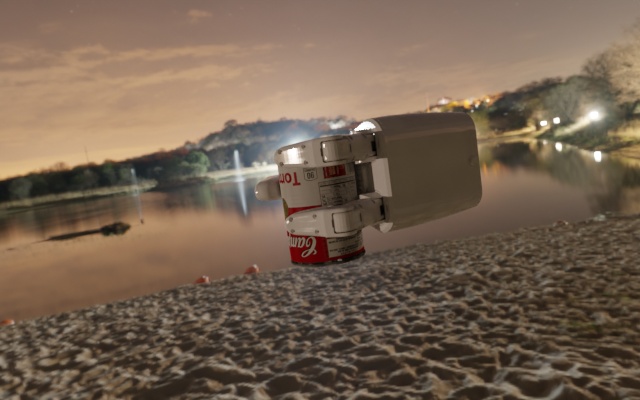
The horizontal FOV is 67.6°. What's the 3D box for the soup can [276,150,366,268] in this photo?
[{"bbox_3d":[0.000,0.001,0.424,0.068,0.102,0.068,-8,6,1],"label":"soup can"}]
